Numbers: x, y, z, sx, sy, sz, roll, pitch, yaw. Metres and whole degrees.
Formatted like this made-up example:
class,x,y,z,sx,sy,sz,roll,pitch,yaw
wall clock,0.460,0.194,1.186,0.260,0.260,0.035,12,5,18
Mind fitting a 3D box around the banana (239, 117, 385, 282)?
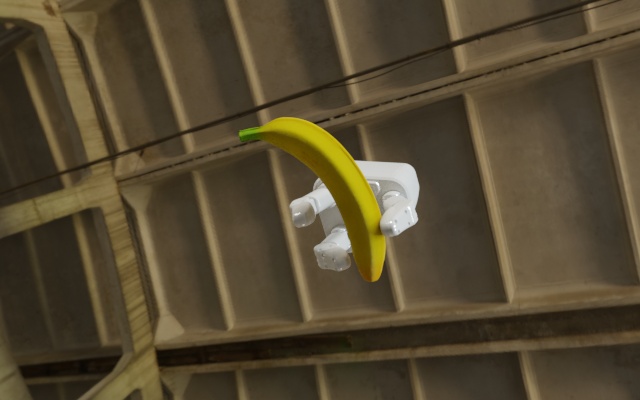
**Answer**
class,x,y,z,sx,sy,sz,roll,pitch,yaw
banana,0.011,-0.012,0.463,0.070,0.198,0.037,-40,3,21
